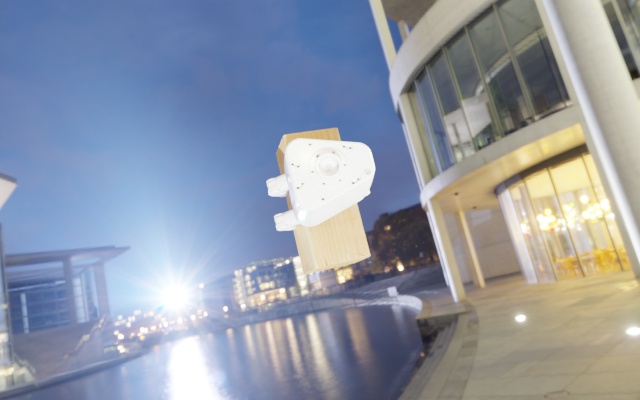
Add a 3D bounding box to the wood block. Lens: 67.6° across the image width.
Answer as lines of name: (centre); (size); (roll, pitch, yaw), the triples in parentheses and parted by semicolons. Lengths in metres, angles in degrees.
wood block: (0.000, 0.002, 0.750); (0.091, 0.206, 0.090); (-10, -12, -15)
